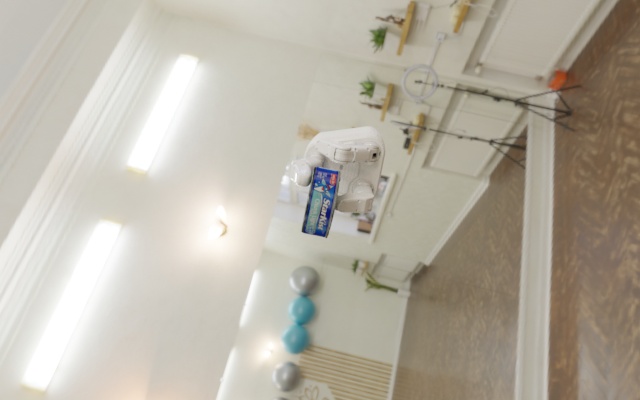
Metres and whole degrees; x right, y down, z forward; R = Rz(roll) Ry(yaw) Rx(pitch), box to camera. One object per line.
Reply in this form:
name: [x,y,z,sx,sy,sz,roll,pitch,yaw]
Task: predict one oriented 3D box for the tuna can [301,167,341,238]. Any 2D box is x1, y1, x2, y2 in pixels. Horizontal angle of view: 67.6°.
tuna can: [0.000,0.002,0.592,0.034,0.086,0.086,12,0,-2]
